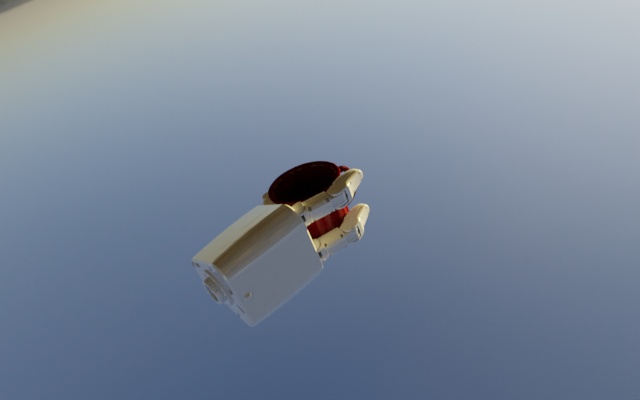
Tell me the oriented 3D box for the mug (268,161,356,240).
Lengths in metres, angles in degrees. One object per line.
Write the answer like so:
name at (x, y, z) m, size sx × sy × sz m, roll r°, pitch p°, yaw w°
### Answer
mug at (0.001, 0.001, 0.609) m, size 0.117 × 0.081 × 0.093 m, roll -37°, pitch 35°, yaw -25°
